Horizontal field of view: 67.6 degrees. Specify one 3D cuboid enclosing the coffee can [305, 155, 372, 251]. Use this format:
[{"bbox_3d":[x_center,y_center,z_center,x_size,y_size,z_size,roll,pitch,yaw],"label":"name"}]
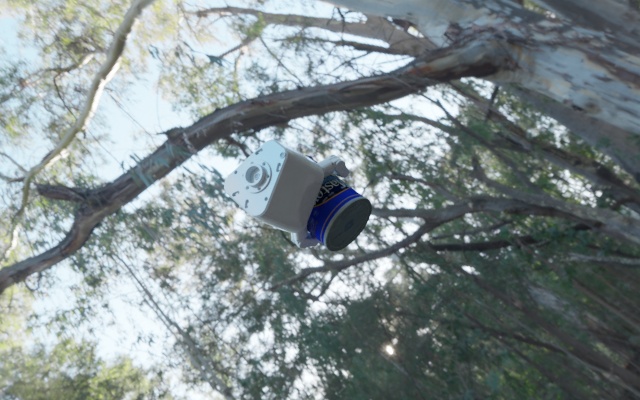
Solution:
[{"bbox_3d":[0.000,0.003,0.794,0.140,0.103,0.103,39,22,31],"label":"coffee can"}]
